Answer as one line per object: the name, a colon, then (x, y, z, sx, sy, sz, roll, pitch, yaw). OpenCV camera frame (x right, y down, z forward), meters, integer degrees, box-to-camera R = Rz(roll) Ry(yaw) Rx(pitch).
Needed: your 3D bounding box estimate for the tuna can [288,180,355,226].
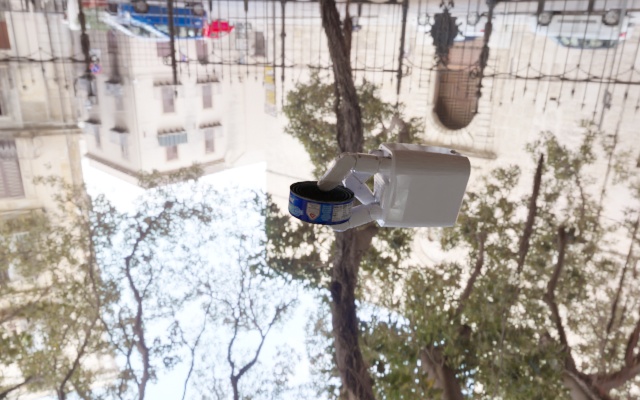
tuna can: (0.000, 0.003, 0.625, 0.086, 0.034, 0.086, 7, 18, -2)
